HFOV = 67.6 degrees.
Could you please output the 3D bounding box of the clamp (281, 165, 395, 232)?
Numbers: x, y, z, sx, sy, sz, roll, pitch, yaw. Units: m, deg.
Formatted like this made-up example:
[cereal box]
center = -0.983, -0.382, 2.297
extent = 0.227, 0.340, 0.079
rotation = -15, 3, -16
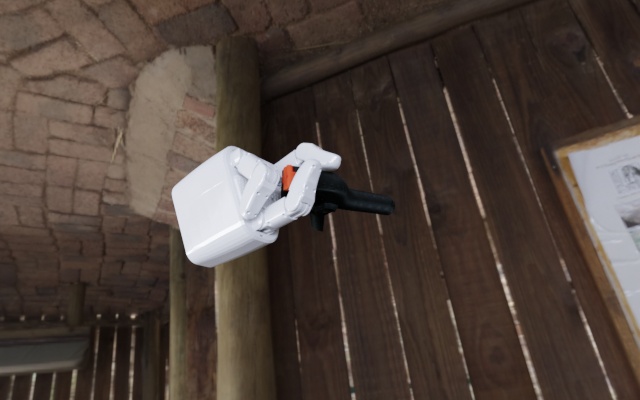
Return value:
[clamp]
center = 0.000, 0.002, 0.585
extent = 0.120, 0.039, 0.171
rotation = -27, -33, 32
